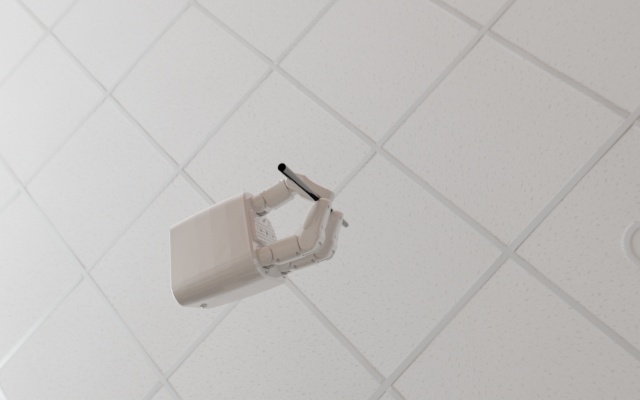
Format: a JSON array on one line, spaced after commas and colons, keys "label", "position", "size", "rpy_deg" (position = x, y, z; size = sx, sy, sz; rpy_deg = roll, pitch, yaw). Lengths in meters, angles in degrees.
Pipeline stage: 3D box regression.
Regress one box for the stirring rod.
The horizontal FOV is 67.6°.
[{"label": "stirring rod", "position": [0.000, 0.002, 0.525], "size": [0.011, 0.011, 0.239], "rpy_deg": [0, -15, 17]}]
